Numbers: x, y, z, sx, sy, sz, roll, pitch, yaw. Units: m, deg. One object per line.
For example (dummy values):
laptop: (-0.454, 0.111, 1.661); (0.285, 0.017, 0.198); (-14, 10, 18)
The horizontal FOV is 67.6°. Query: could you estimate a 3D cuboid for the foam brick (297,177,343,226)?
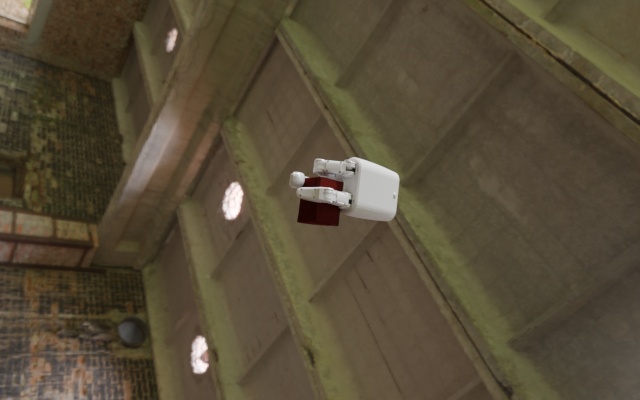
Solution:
foam brick: (0.000, 0.003, 0.805); (0.051, 0.078, 0.053); (13, -9, -39)
